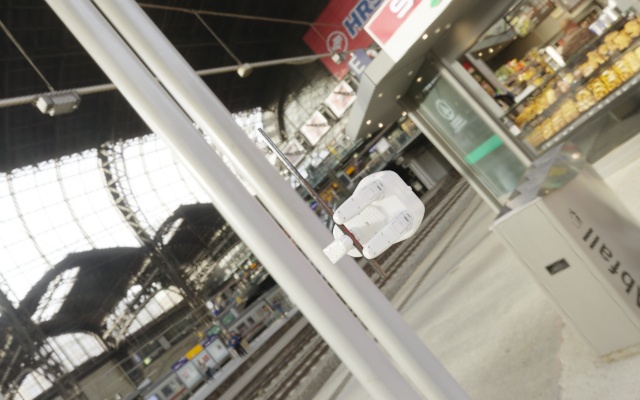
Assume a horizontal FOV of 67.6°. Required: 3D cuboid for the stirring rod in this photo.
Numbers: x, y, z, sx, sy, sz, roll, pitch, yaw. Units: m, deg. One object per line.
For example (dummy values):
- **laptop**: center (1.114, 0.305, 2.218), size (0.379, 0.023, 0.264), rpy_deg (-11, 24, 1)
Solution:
- **stirring rod**: center (0.000, 0.002, 0.582), size (0.011, 0.239, 0.011), rpy_deg (-40, -6, -5)
